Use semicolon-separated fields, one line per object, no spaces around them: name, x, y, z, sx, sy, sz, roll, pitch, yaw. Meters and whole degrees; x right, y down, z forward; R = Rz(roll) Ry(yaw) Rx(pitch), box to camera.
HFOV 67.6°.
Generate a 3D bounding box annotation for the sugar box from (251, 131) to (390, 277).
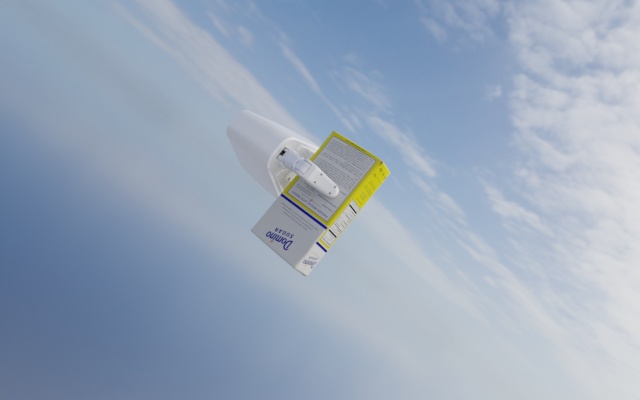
sugar box;0.000;0.002;0.627;0.093;0.176;0.048;36;-4;34
